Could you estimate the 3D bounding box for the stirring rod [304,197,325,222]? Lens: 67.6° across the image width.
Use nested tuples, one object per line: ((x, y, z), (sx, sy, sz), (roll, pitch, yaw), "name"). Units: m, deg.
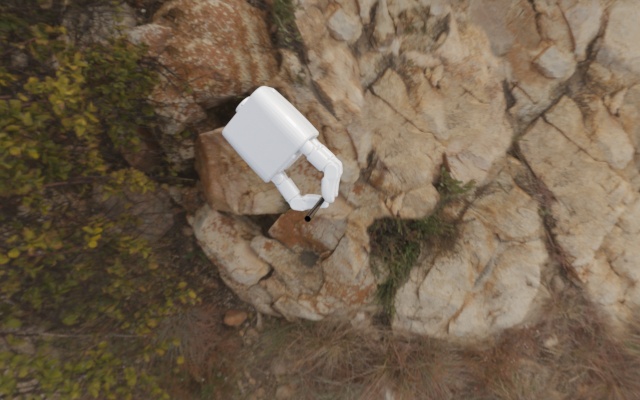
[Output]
((0.000, 0.002, 0.699), (0.011, 0.011, 0.239), (0, 10, 8), "stirring rod")
